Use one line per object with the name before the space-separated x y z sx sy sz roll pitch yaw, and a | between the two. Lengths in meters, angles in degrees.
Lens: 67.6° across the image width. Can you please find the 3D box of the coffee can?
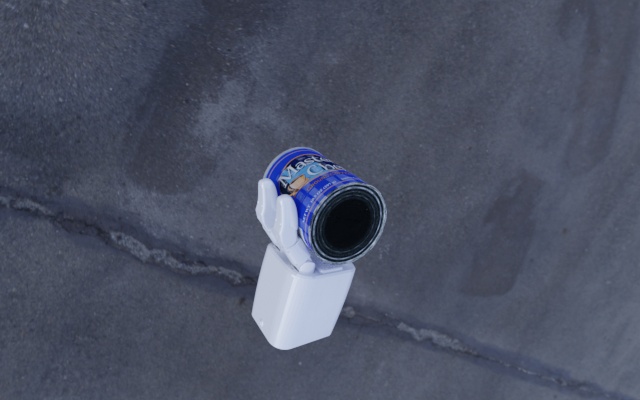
coffee can | 0.000 0.002 0.593 0.103 0.103 0.140 0 22 -30
